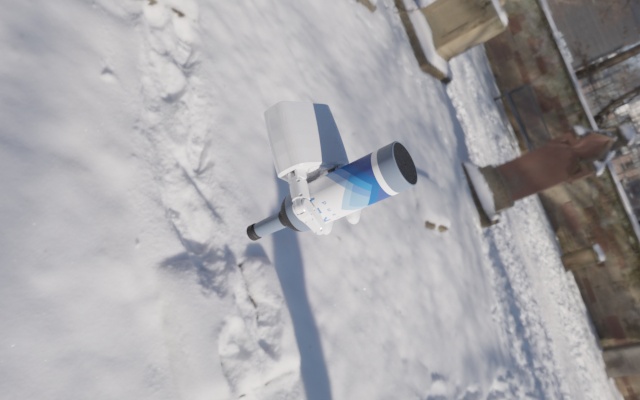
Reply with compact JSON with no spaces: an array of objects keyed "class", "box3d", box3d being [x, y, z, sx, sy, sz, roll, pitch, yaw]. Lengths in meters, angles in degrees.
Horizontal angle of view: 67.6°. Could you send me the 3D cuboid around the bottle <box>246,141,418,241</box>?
[{"class":"bottle","box3d":[0.000,0.002,0.718,0.296,0.069,0.069,-25,-14,31]}]
